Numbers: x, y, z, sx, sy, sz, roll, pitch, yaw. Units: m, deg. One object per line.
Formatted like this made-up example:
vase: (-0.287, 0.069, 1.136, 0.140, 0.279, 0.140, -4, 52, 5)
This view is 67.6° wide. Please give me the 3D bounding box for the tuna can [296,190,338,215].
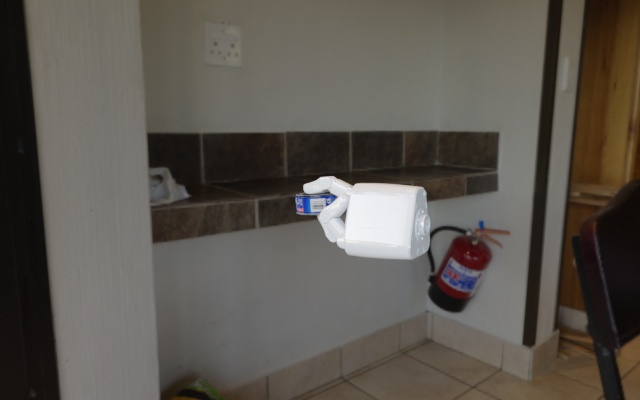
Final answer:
tuna can: (0.000, 0.002, 0.825, 0.086, 0.034, 0.086, -4, 6, 0)
